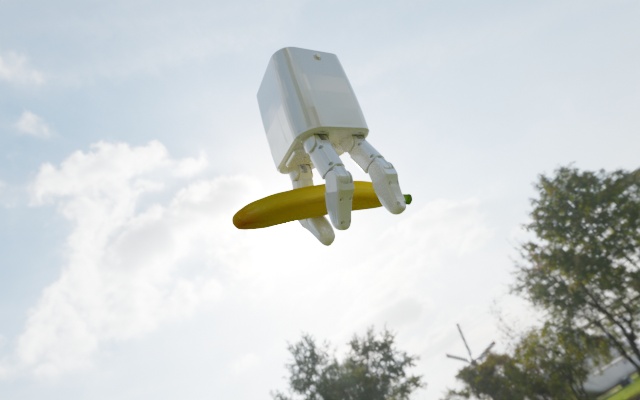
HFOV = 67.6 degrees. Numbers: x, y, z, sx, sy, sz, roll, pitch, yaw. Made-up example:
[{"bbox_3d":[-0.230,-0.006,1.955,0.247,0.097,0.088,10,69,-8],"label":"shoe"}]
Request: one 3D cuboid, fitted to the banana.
[{"bbox_3d":[-0.003,0.001,0.516,0.198,0.037,0.069,-9,3,-20],"label":"banana"}]
